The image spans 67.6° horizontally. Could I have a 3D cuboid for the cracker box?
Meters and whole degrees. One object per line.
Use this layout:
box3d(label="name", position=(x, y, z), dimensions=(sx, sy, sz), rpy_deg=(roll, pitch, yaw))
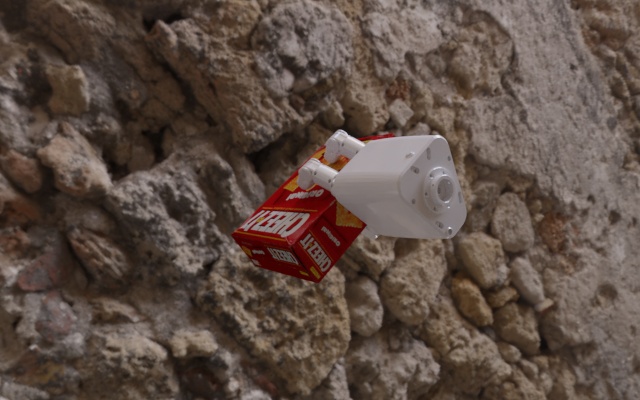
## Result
box3d(label="cracker box", position=(0.000, 0.002, 0.655), dimensions=(0.213, 0.072, 0.164), rpy_deg=(-46, 25, -25))
